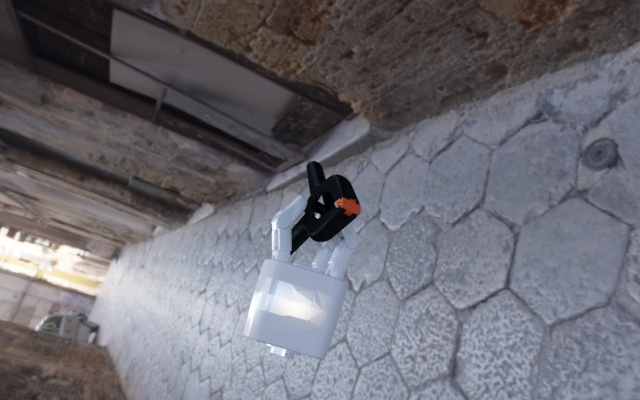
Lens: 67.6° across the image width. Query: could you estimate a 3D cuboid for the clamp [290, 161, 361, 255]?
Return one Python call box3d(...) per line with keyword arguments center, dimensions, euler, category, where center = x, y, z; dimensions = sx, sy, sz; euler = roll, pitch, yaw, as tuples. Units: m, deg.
box3d(center=(0.000, 0.002, 0.673), dimensions=(0.036, 0.164, 0.210), euler=(23, -17, -20), category="clamp")
